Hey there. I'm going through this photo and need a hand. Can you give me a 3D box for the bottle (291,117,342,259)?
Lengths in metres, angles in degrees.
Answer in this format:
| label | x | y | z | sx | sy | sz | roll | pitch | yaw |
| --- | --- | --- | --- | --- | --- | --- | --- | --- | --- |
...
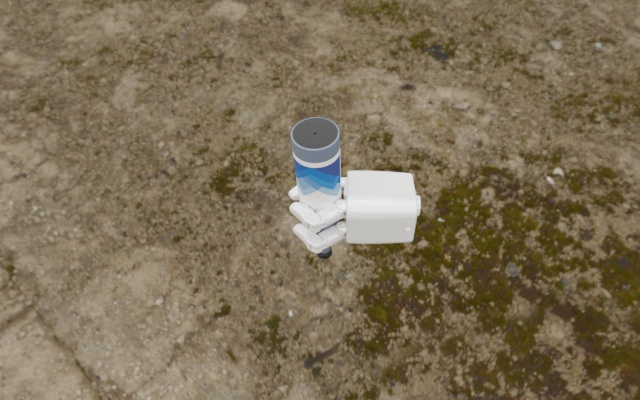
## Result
| label | x | y | z | sx | sy | sz | roll | pitch | yaw |
| --- | --- | --- | --- | --- | --- | --- | --- | --- | --- |
| bottle | 0.000 | 0.002 | 0.757 | 0.069 | 0.069 | 0.296 | 0 | -39 | 4 |
